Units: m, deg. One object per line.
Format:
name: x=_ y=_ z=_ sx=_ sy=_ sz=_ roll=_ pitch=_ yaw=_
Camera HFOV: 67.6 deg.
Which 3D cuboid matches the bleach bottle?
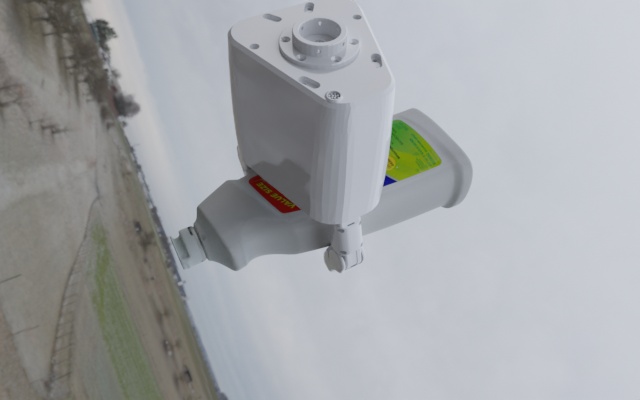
bleach bottle: x=0.000 y=0.001 z=0.412 sx=0.251 sy=0.102 sz=0.068 roll=-23 pitch=-34 yaw=-18
